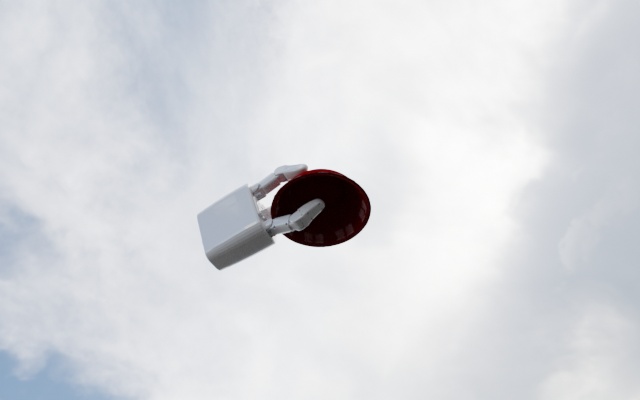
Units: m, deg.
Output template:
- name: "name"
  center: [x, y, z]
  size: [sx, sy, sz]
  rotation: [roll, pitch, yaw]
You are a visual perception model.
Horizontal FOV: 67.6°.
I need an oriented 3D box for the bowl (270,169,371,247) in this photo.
- name: "bowl"
  center: [0.001, 0.002, 0.785]
  size: [0.162, 0.162, 0.055]
  rotation: [0, 41, -2]
